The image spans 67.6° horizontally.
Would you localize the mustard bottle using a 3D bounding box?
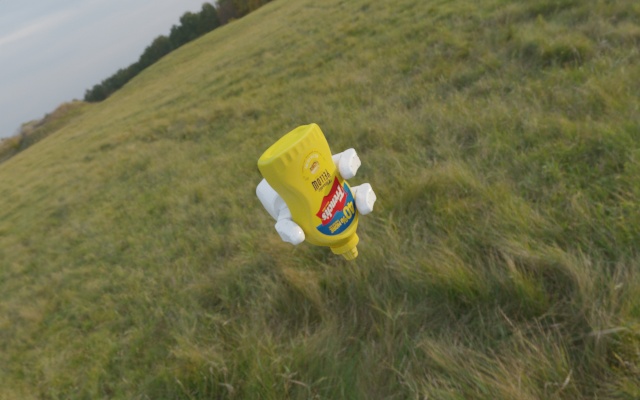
[{"bbox_3d":[0.000,0.002,0.635,0.058,0.192,0.096,-3,35,47],"label":"mustard bottle"}]
